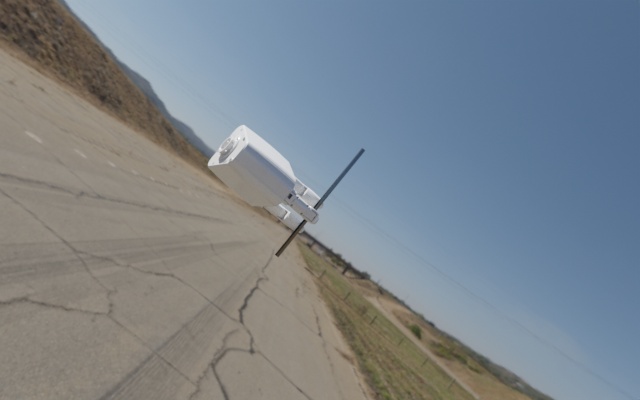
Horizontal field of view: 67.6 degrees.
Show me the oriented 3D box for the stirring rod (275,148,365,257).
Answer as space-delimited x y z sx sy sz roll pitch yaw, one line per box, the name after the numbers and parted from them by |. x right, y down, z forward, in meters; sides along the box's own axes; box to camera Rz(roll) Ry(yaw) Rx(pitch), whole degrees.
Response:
0.000 0.003 0.832 0.011 0.239 0.011 39 -5 4 | stirring rod
